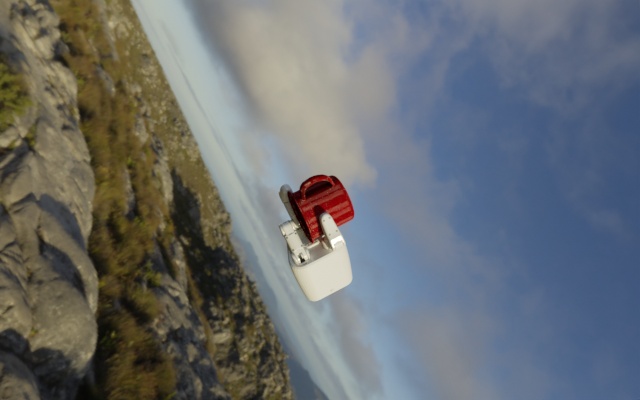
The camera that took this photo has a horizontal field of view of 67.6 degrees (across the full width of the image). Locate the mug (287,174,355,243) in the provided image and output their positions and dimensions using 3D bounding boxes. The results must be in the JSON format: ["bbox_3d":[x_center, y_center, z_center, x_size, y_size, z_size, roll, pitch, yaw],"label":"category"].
[{"bbox_3d":[0.000,0.001,0.767,0.081,0.117,0.093,-26,47,-10],"label":"mug"}]
